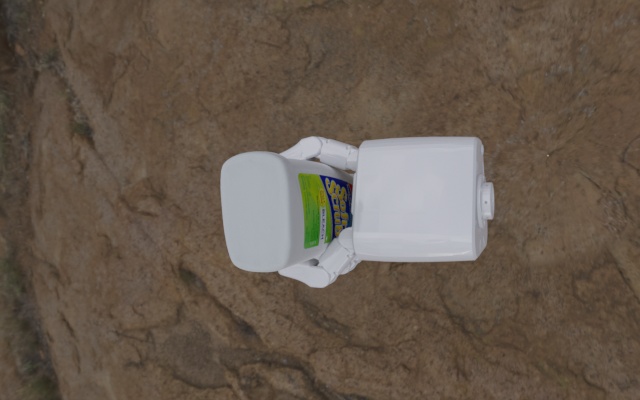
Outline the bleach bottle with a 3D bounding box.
[{"bbox_3d":[0.000,0.002,0.495,0.068,0.102,0.251,-1,4,26],"label":"bleach bottle"}]
